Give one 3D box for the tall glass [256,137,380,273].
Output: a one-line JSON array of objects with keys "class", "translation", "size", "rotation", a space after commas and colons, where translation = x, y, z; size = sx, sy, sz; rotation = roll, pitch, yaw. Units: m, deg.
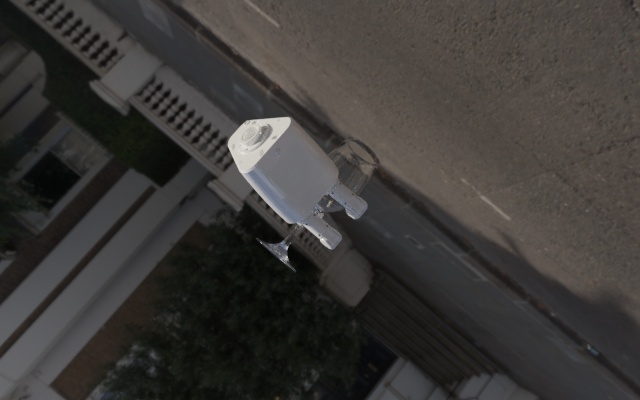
[{"class": "tall glass", "translation": [0.000, 0.003, 0.687], "size": [0.079, 0.201, 0.079], "rotation": [39, -10, 8]}]
